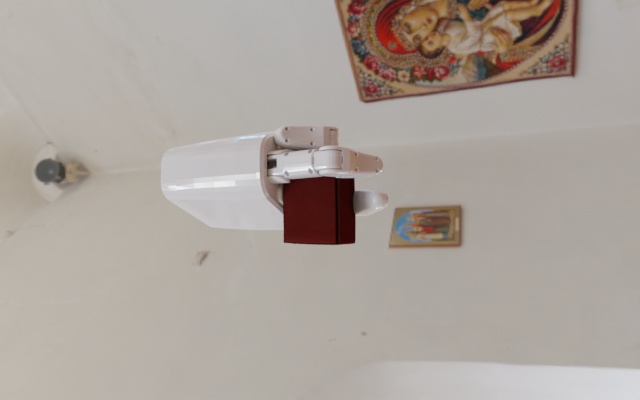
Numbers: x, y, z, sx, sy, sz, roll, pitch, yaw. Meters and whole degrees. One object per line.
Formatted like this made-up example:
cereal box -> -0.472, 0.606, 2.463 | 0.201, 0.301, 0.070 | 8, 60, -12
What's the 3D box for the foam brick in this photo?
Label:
foam brick -> 0.000, 0.002, 0.427 | 0.051, 0.078, 0.053 | -3, -7, 19
